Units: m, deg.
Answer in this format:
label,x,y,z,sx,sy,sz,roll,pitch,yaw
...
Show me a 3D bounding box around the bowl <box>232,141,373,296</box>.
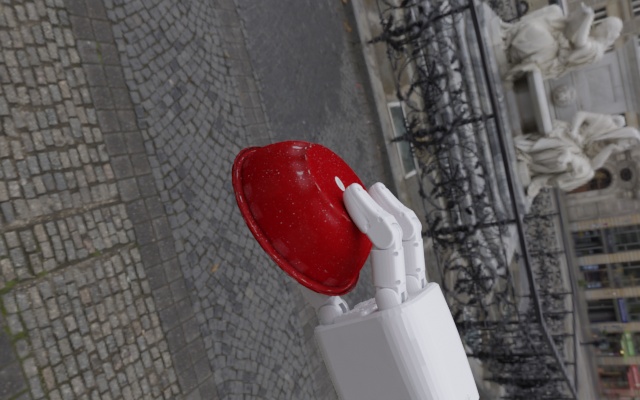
label,x,y,z,sx,sy,sz,roll,pitch,yaw
bowl,0.000,0.000,0.428,0.055,0.162,0.162,-38,-18,25
